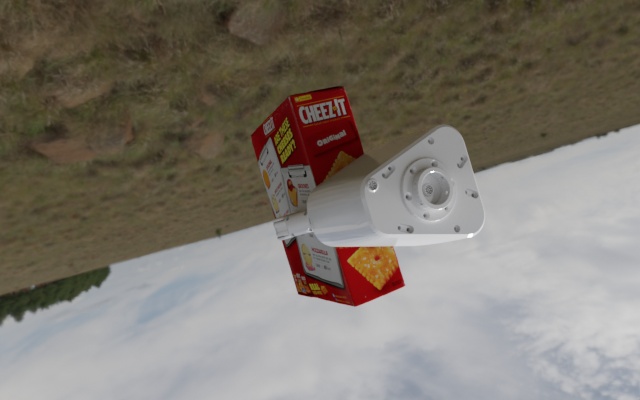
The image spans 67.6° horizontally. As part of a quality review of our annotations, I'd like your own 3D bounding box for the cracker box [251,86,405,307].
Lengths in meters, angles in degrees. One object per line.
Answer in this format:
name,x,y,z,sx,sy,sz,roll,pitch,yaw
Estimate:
cracker box,0.000,0.002,0.539,0.072,0.213,0.164,-16,0,-23
